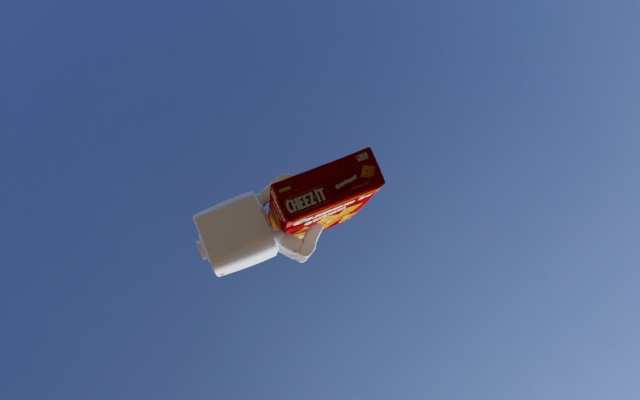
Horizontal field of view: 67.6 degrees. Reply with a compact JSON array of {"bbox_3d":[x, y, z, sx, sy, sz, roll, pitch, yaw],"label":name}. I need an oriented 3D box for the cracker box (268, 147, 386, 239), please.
[{"bbox_3d":[0.000,0.002,0.798,0.164,0.072,0.214,-22,-10,-13],"label":"cracker box"}]
